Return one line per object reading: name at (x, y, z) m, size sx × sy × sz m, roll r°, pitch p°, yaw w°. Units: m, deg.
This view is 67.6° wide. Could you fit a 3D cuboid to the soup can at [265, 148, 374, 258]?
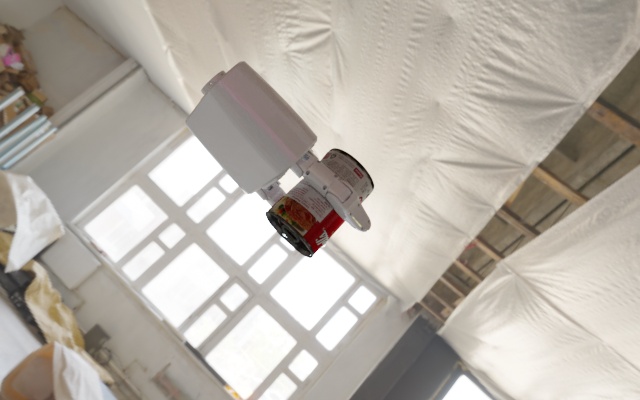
soup can at (0.001, 0.002, 0.509) m, size 0.102 × 0.068 × 0.068 m, roll -46°, pitch 16°, yaw -16°
